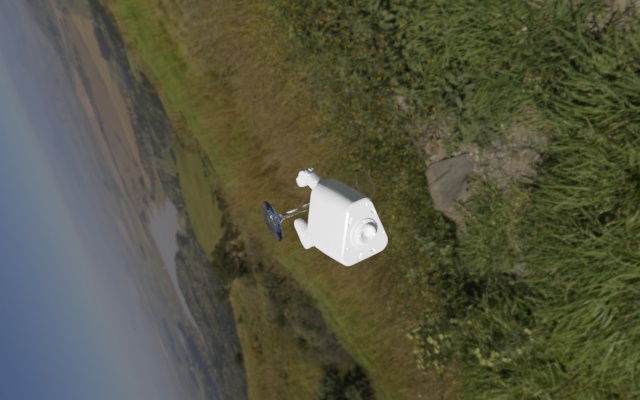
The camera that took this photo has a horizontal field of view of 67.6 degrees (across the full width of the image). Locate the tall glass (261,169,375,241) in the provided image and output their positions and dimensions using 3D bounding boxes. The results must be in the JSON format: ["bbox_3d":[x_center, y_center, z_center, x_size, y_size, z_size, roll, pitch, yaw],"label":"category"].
[{"bbox_3d":[-0.001,0.003,0.861,0.201,0.079,0.079,-22,9,-24],"label":"tall glass"}]
